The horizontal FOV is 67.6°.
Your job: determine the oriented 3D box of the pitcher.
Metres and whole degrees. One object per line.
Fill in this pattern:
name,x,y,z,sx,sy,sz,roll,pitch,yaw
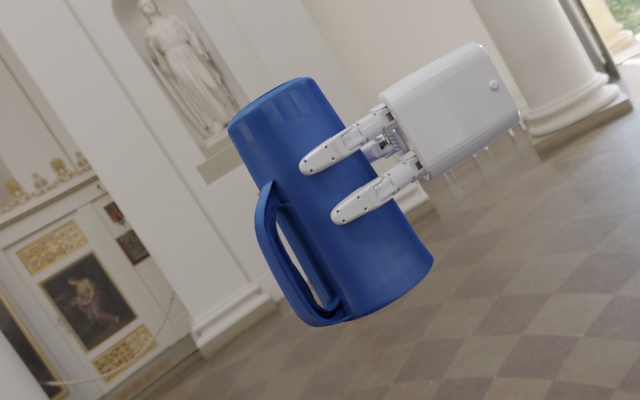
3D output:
pitcher,0.000,0.002,0.507,0.145,0.243,0.149,-31,5,4
